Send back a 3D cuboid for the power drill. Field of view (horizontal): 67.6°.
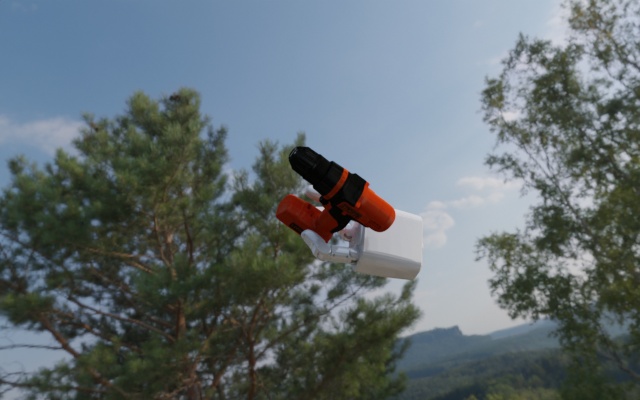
[{"bbox_3d":[0.000,0.003,0.750,0.184,0.057,0.188,37,-29,-14],"label":"power drill"}]
